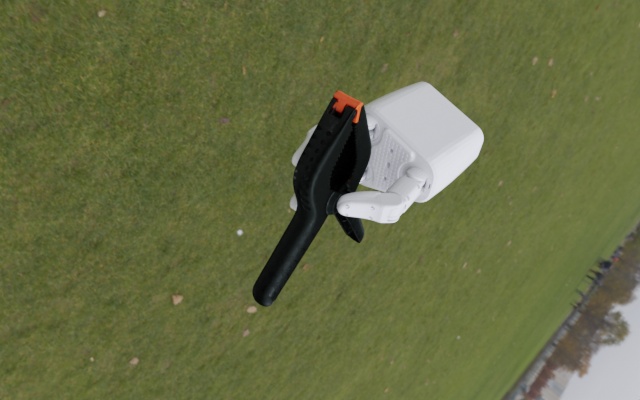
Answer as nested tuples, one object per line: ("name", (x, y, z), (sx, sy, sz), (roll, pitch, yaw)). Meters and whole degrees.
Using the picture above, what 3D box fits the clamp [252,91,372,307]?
("clamp", (0.001, 0.001, 0.455), (0.036, 0.210, 0.164), (33, 47, 26))
